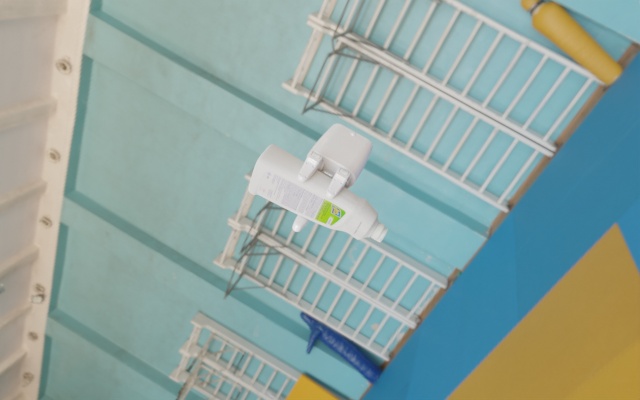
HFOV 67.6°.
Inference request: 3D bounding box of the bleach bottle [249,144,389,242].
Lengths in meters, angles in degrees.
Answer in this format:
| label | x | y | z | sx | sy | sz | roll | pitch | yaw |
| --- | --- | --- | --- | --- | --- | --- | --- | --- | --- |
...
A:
| label | x | y | z | sx | sy | sz | roll | pitch | yaw |
| --- | --- | --- | --- | --- | --- | --- | --- | --- | --- |
| bleach bottle | 0.000 | 0.003 | 0.841 | 0.251 | 0.068 | 0.103 | 30 | -41 | 4 |
